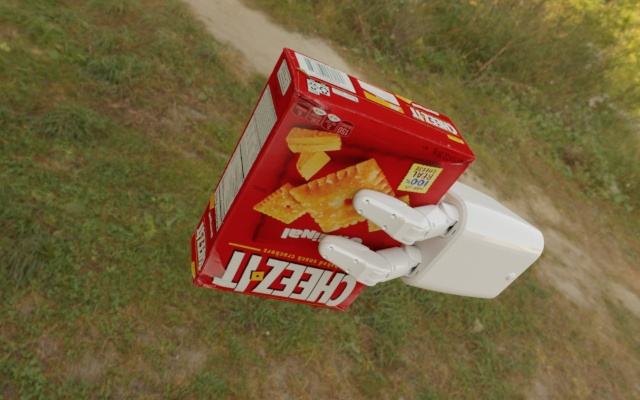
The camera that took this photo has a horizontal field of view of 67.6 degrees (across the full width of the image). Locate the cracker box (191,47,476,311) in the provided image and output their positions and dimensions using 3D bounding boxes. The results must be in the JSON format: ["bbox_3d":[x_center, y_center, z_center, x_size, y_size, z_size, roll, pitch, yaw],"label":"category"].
[{"bbox_3d":[0.000,0.001,0.418,0.164,0.214,0.072,16,36,-26],"label":"cracker box"}]
